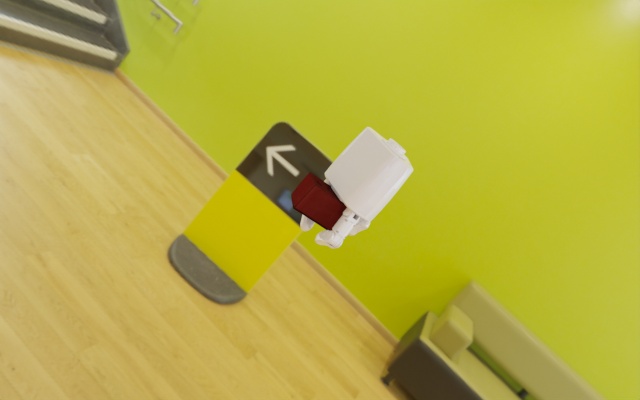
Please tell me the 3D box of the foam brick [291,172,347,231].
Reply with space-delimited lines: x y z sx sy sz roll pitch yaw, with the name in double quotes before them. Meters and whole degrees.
"foam brick" 0.000 0.002 0.751 0.078 0.051 0.053 34 17 -24
